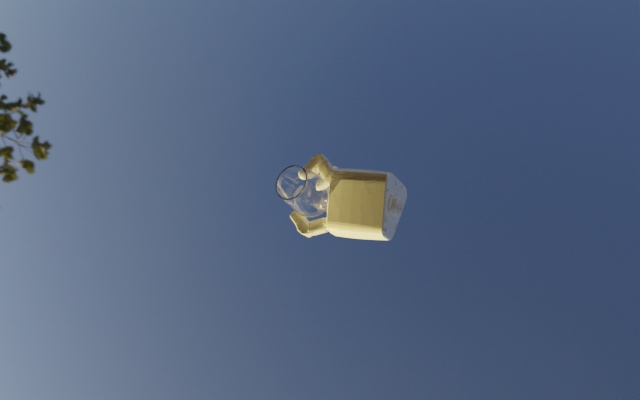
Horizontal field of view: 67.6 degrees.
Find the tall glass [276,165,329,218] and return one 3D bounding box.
[{"bbox_3d":[0.000,0.003,0.869,0.079,0.079,0.201,0,-19,32],"label":"tall glass"}]
